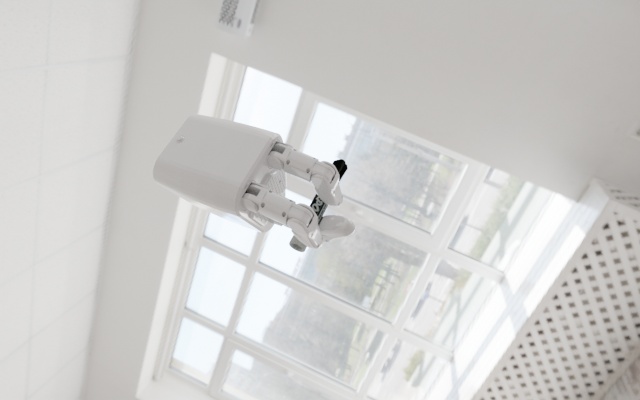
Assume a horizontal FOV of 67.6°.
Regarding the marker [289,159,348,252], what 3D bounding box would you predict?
[{"bbox_3d":[0.000,0.002,0.522,0.020,0.121,0.020,21,-29,12],"label":"marker"}]
